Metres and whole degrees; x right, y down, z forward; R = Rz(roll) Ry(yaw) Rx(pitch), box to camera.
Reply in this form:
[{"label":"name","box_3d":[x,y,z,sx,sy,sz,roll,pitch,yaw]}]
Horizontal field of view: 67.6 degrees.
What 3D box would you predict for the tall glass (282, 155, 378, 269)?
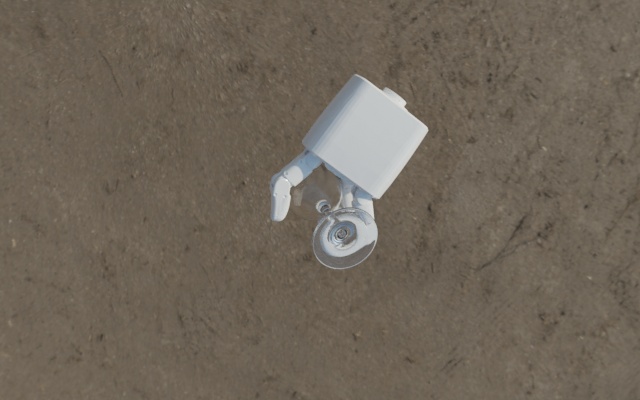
[{"label":"tall glass","box_3d":[0.000,0.002,0.597,0.079,0.079,0.201,0,23,-18]}]
